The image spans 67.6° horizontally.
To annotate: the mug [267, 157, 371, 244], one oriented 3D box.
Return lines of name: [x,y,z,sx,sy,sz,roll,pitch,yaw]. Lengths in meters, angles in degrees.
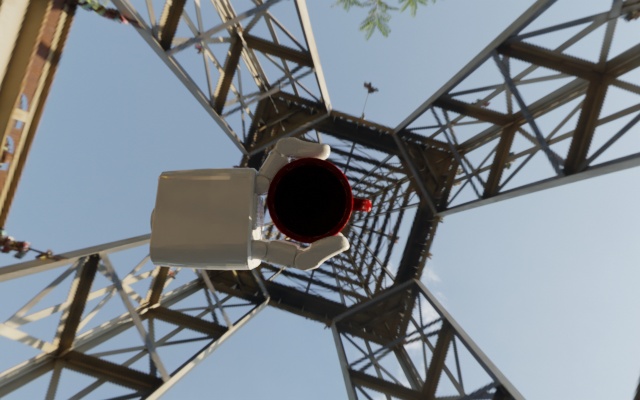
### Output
mug: [0.002,0.002,0.554,0.117,0.093,0.081,2,-2,-1]
